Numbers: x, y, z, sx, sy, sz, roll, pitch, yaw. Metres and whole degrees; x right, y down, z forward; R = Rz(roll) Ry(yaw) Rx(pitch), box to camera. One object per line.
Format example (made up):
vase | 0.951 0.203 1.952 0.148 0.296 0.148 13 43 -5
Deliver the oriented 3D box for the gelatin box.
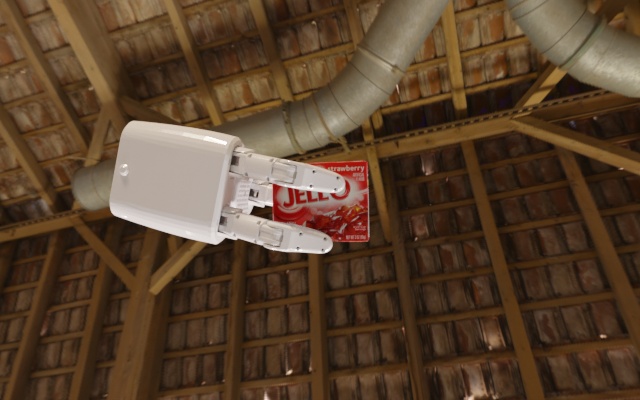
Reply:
gelatin box | 0.000 0.001 0.444 0.089 0.073 0.030 -1 1 5
